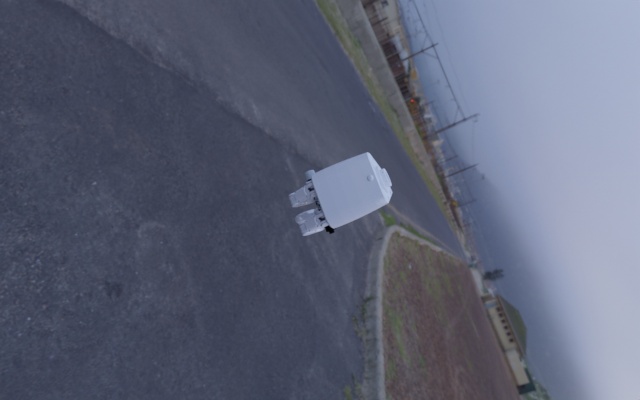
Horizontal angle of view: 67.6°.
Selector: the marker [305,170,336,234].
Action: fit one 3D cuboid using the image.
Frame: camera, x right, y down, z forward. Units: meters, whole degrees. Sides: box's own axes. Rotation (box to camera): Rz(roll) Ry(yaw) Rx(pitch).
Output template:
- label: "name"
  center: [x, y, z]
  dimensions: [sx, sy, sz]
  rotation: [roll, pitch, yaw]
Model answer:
- label: "marker"
  center: [0.000, 0.003, 0.865]
  dimensions: [0.020, 0.121, 0.020]
  rotation: [-20, -11, -4]
